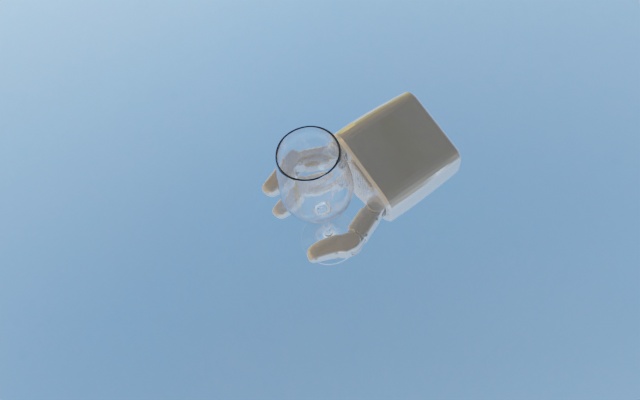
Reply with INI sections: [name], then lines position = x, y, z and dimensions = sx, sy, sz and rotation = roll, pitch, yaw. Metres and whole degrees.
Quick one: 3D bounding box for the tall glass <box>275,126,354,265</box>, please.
[tall glass]
position = 0.000, 0.002, 0.527
dimensions = 0.079, 0.079, 0.201
rotation = 0, -27, 8
